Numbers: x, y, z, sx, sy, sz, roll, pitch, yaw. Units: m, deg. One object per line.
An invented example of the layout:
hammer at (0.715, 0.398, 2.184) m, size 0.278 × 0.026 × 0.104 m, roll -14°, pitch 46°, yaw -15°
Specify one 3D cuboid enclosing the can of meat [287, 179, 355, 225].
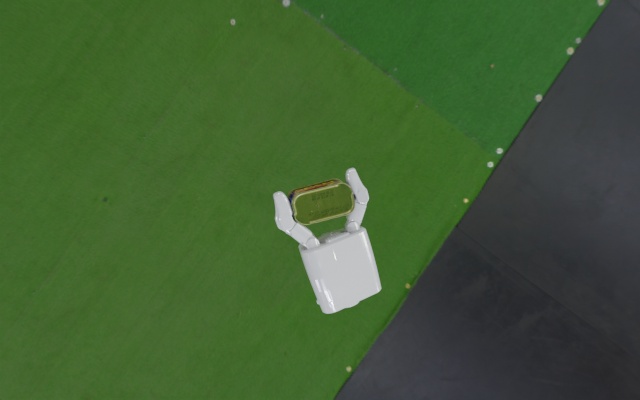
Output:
can of meat at (0.000, 0.002, 0.762) m, size 0.102 × 0.057 × 0.084 m, roll -15°, pitch 6°, yaw -6°
